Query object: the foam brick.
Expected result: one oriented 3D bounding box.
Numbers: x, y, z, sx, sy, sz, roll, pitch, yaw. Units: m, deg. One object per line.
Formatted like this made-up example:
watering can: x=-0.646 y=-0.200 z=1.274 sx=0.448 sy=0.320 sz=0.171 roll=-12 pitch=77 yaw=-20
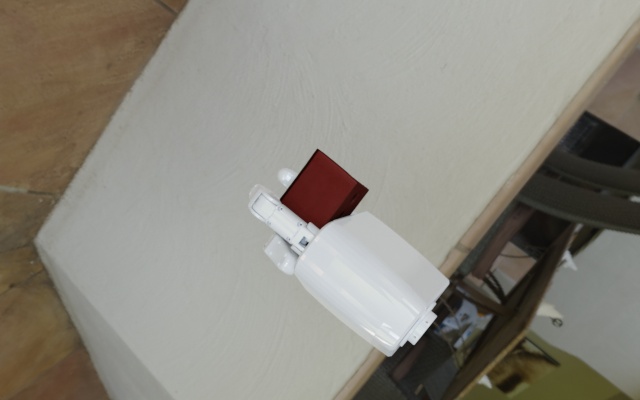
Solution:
foam brick: x=0.000 y=0.001 z=0.450 sx=0.051 sy=0.078 sz=0.053 roll=38 pitch=5 yaw=19
